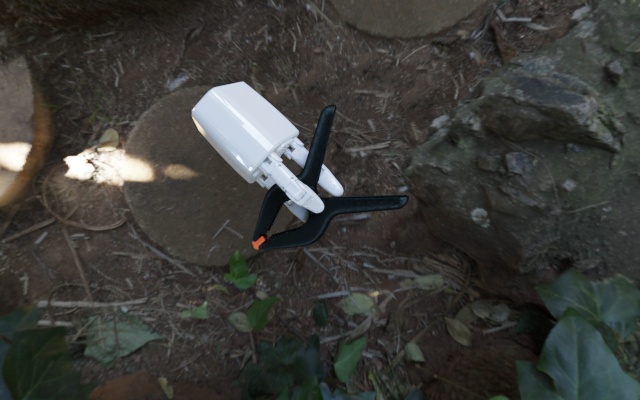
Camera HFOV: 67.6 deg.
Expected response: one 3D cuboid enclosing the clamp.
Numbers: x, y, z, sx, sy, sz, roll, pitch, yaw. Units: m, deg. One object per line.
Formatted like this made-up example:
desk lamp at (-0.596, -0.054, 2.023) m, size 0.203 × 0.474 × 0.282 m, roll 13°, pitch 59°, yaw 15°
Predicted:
clamp at (-0.001, 0.002, 0.634) m, size 0.164 × 0.210 × 0.036 m, roll 44°, pitch 8°, yaw 1°
